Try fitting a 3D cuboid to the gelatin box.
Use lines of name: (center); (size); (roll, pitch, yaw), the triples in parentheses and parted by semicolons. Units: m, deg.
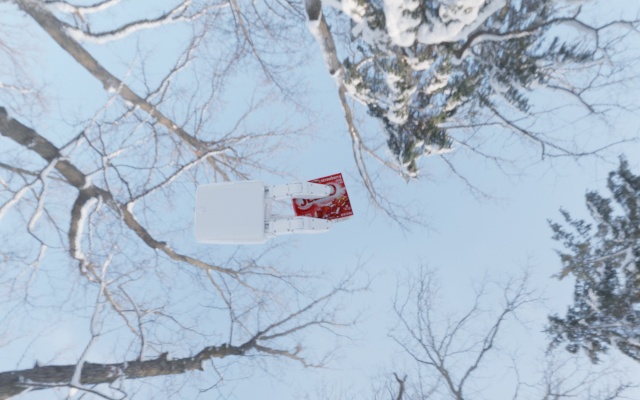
gelatin box: (0.000, 0.003, 0.755); (0.089, 0.073, 0.030); (-13, -16, -8)
